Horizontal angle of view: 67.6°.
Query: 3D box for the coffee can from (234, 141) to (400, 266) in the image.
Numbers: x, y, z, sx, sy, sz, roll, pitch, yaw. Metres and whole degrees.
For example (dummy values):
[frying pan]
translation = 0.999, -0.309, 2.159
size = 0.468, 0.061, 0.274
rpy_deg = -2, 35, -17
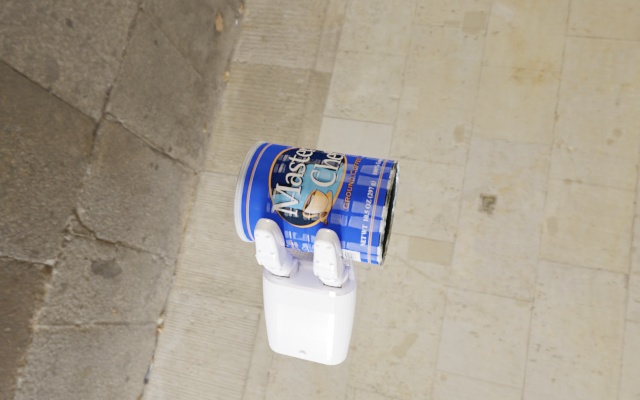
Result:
[coffee can]
translation = 0.000, 0.001, 0.470
size = 0.140, 0.103, 0.103
rpy_deg = 9, 2, 12
